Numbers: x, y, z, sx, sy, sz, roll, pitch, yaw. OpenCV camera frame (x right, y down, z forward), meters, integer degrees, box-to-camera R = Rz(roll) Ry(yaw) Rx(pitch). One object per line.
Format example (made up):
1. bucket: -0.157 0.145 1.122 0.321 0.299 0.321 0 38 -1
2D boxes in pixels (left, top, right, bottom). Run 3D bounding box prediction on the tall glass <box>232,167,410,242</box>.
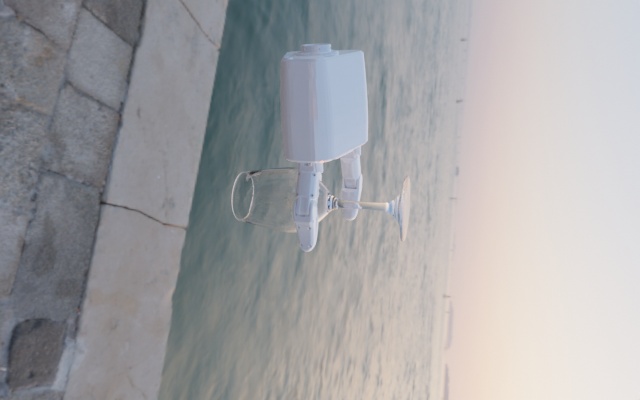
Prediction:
1. tall glass: 0.001 0.002 0.560 0.201 0.079 0.079 4 1 16
